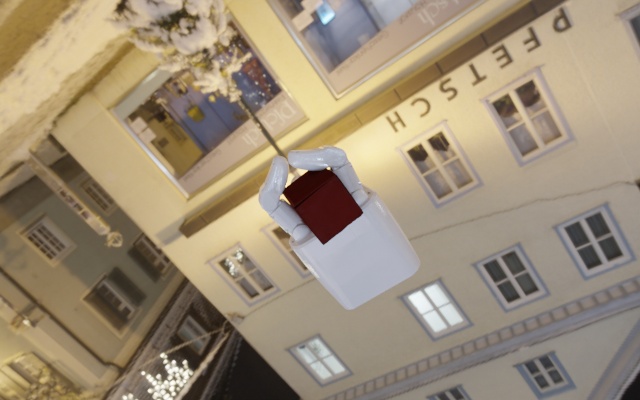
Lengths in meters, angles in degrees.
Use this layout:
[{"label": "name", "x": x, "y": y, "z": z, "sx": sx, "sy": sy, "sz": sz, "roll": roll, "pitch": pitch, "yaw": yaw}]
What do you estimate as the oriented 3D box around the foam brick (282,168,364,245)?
[{"label": "foam brick", "x": 0.000, "y": 0.002, "z": 0.492, "sx": 0.053, "sy": 0.051, "sz": 0.078, "roll": -37, "pitch": 18, "yaw": -3}]
